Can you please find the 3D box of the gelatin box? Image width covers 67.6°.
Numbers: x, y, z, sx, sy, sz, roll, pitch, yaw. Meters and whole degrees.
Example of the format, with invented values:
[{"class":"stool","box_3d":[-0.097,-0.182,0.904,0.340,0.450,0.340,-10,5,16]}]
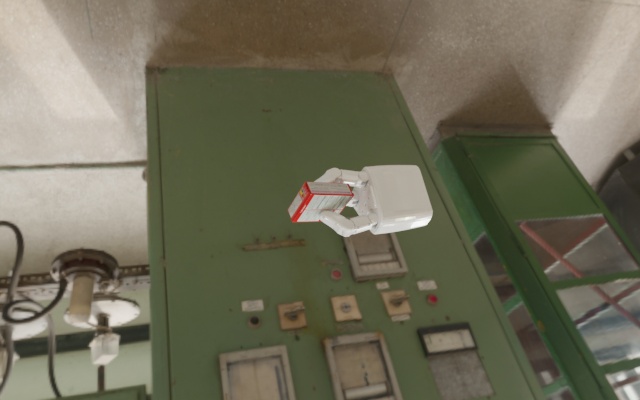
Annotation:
[{"class":"gelatin box","box_3d":[0.000,0.003,0.792,0.089,0.030,0.073,0,-39,-34]}]
